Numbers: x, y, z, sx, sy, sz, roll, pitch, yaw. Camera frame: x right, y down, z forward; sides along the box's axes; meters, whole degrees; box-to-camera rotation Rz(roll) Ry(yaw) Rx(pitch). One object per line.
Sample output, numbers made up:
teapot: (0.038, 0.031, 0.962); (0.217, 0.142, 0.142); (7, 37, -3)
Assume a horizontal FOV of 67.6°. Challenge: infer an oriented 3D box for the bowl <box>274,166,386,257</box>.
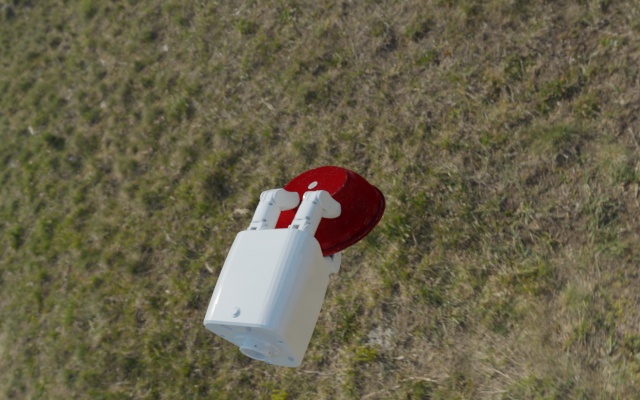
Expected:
bowl: (0.000, 0.001, 0.624); (0.162, 0.055, 0.162); (-17, 31, 10)
